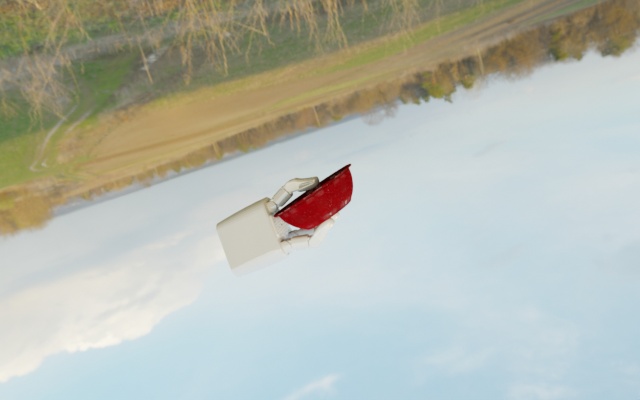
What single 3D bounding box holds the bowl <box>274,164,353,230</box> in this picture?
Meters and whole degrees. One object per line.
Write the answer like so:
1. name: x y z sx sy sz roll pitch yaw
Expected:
1. bowl: 0.001 0.002 0.822 0.162 0.055 0.162 -35 4 3
